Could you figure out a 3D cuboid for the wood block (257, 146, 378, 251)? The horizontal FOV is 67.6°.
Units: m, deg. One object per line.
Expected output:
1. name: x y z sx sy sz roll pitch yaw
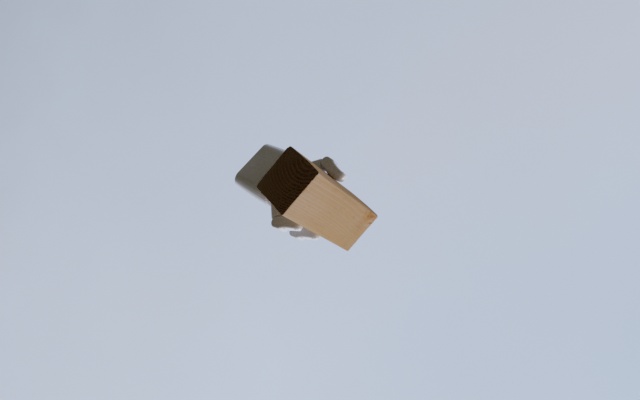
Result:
1. wood block: 0.000 0.002 0.833 0.090 0.091 0.206 44 7 39
